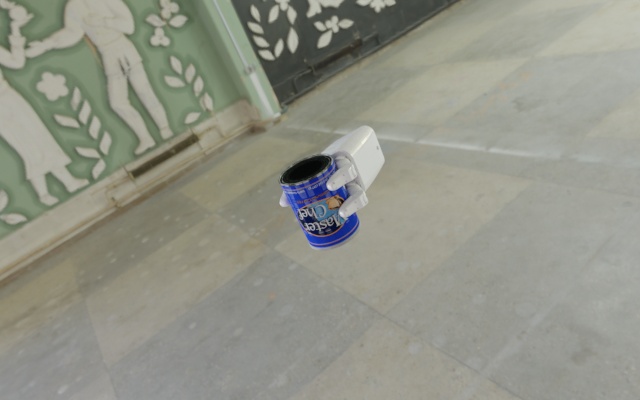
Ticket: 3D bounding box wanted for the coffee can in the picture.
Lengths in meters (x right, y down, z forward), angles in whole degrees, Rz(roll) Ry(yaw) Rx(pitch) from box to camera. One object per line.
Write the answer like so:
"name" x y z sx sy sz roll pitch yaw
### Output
"coffee can" 0.000 0.003 0.846 0.103 0.140 0.102 -20 25 10
